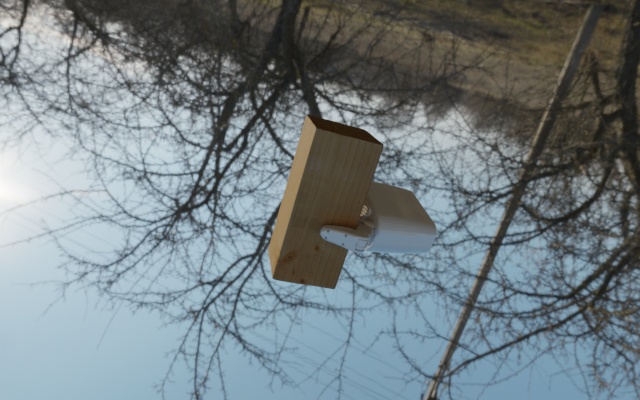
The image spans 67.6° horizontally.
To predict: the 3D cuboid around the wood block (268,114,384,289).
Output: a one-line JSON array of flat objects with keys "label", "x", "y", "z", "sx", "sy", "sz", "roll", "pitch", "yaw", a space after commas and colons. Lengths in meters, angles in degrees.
[{"label": "wood block", "x": 0.000, "y": 0.002, "z": 0.639, "sx": 0.090, "sy": 0.206, "sz": 0.090, "roll": 12, "pitch": 18, "yaw": -15}]
